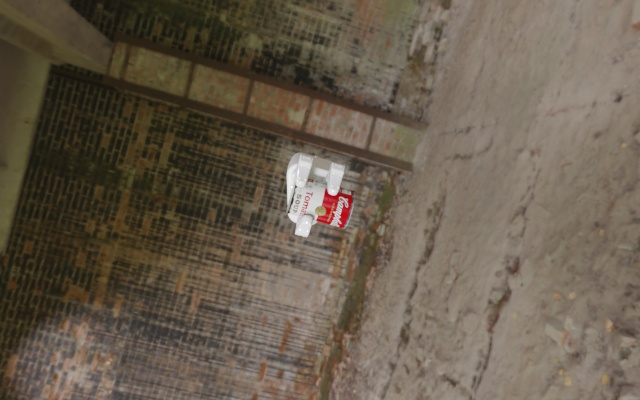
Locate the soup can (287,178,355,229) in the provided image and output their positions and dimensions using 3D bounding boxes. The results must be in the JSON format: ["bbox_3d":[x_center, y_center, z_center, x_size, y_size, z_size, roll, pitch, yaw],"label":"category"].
[{"bbox_3d":[0.000,0.003,0.808,0.102,0.068,0.068,15,-2,-7],"label":"soup can"}]
